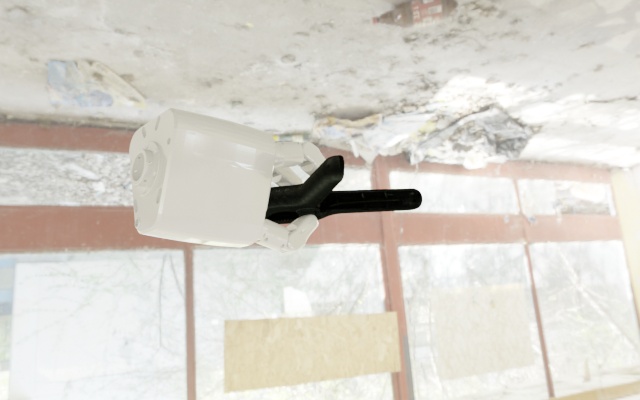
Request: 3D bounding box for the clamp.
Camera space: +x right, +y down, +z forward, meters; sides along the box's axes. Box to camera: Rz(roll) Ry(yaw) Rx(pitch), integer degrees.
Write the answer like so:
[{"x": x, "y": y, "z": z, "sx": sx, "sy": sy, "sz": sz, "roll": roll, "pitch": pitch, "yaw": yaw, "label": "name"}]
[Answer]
[{"x": 0.000, "y": 0.003, "z": 0.550, "sx": 0.164, "sy": 0.036, "sz": 0.210, "roll": 15, "pitch": -22, "yaw": -43, "label": "clamp"}]
